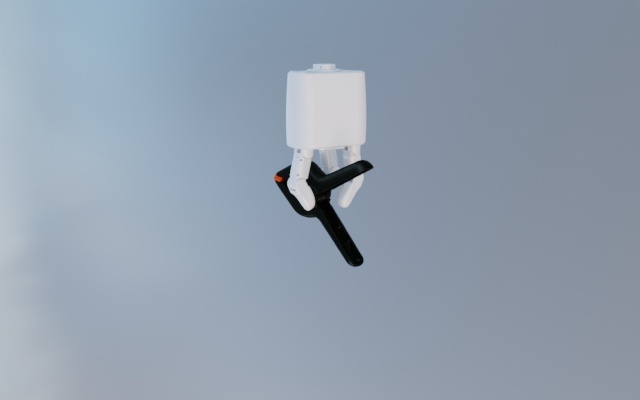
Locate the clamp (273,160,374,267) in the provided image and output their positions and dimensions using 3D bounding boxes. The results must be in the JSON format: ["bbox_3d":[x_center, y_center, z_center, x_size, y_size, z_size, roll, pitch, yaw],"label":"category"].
[{"bbox_3d":[-0.001,0.002,0.740,0.036,0.165,0.210,-16,23,-38],"label":"clamp"}]
